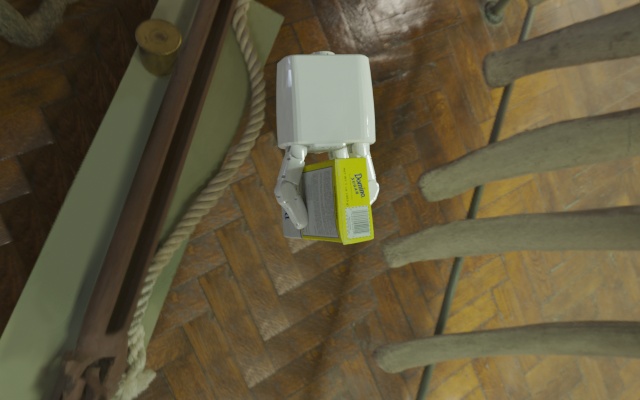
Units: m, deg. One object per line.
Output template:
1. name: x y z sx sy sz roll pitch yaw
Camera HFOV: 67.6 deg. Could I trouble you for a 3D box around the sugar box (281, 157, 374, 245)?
1. sugar box: 0.001 0.002 0.590 0.048 0.093 0.176 -5 1 -23
